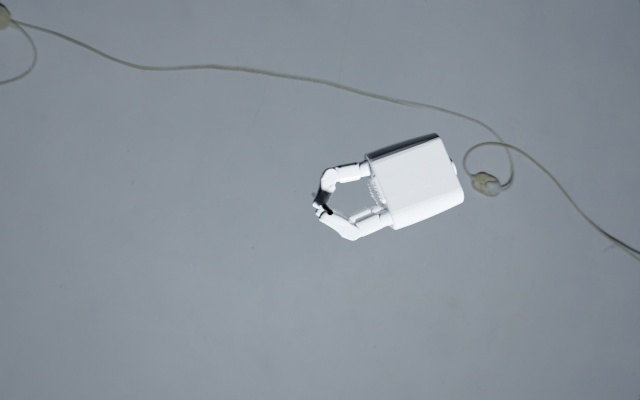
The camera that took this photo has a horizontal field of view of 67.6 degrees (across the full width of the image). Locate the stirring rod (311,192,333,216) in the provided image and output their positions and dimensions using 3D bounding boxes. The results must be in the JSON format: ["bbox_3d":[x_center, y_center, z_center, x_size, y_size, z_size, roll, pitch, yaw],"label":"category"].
[{"bbox_3d":[0.000,0.002,0.729,0.011,0.011,0.239,0,6,-6],"label":"stirring rod"}]
